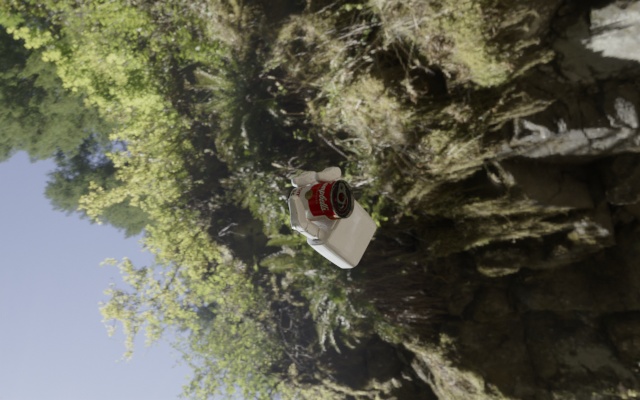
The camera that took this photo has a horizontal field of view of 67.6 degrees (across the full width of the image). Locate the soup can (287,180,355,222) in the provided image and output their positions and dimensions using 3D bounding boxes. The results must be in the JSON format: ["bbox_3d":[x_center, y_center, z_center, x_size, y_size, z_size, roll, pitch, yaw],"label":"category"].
[{"bbox_3d":[0.000,0.003,0.848,0.102,0.068,0.068,-8,-5,39],"label":"soup can"}]
